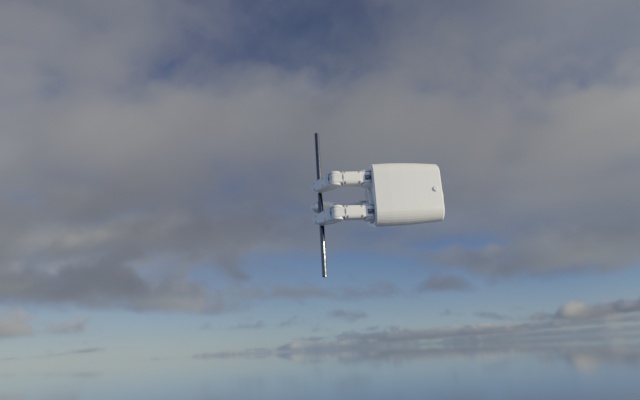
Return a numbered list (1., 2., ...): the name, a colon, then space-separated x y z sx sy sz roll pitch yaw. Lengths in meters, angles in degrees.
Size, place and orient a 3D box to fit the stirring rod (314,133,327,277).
1. stirring rod: 0.000 0.003 0.768 0.011 0.239 0.011 -3 -17 -1
